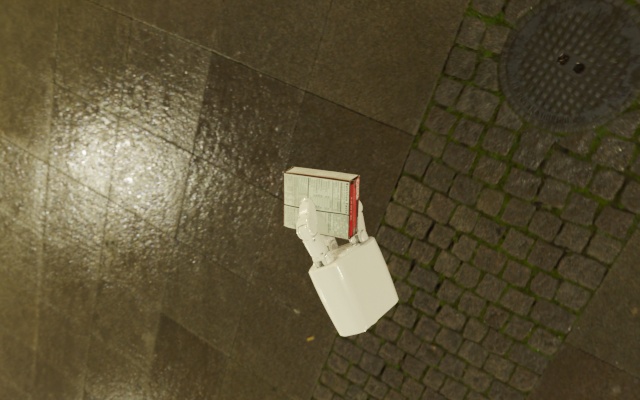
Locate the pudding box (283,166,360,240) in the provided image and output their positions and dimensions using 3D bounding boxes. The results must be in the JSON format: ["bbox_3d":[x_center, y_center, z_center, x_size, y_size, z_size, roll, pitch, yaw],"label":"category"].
[{"bbox_3d":[0.000,0.002,0.698,0.113,0.090,0.039,9,19,23],"label":"pudding box"}]
